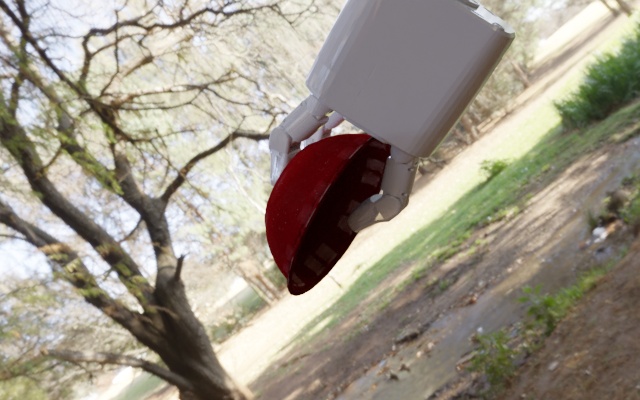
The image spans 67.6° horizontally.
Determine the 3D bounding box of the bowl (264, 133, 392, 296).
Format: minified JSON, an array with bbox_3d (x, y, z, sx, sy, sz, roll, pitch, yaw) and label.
[{"bbox_3d":[-0.001,0.002,0.422,0.055,0.162,0.162,30,10,18],"label":"bowl"}]
